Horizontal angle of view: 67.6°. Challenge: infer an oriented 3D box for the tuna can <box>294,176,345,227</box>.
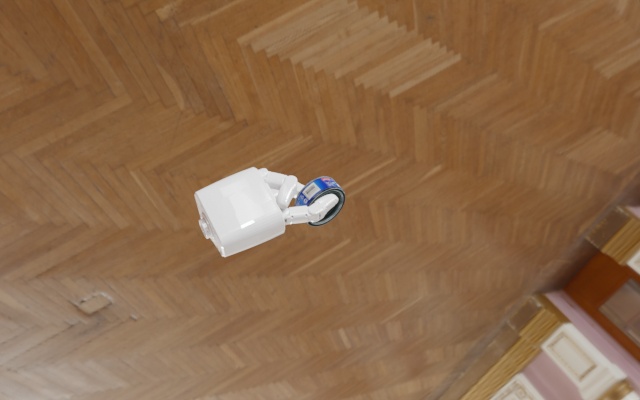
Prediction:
[{"bbox_3d":[0.001,0.003,0.816,0.086,0.086,0.033,0,36,-44],"label":"tuna can"}]
